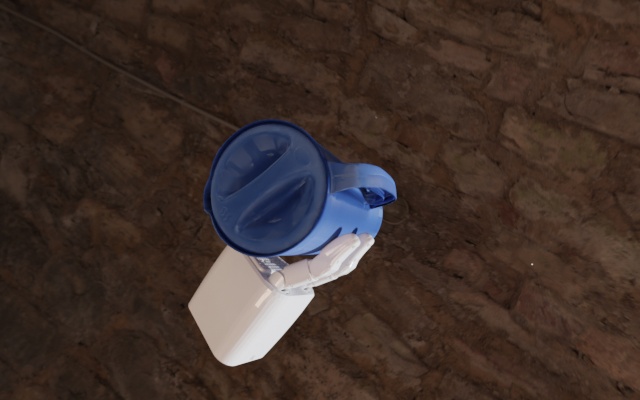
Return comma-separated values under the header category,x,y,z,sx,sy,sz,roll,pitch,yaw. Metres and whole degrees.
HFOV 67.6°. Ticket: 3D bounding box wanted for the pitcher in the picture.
category,x,y,z,sx,sy,sz,roll,pitch,yaw
pitcher,0.000,0.002,0.552,0.149,0.145,0.243,39,9,23
